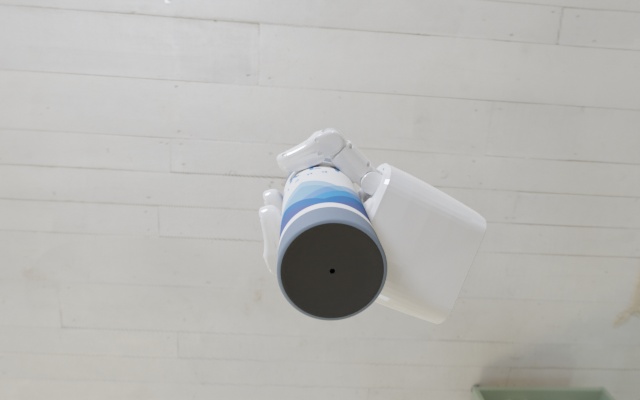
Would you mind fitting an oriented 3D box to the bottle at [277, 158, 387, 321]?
[{"bbox_3d":[0.000,0.001,0.424,0.069,0.069,0.295,0,16,-3],"label":"bottle"}]
